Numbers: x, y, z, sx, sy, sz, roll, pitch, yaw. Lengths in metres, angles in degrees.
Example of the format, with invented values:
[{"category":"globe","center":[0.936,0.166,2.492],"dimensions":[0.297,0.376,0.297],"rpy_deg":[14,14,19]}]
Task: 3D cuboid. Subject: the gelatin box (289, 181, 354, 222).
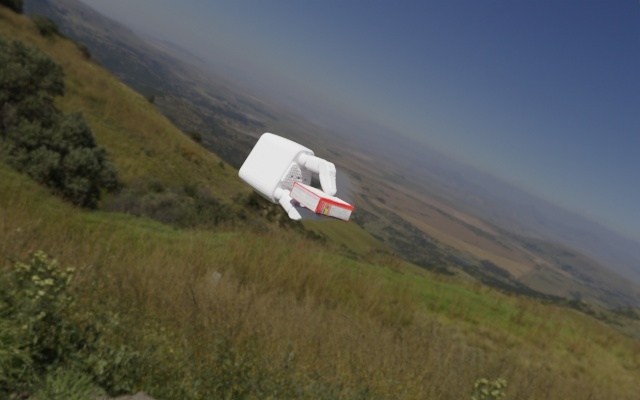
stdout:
[{"category":"gelatin box","center":[0.000,0.002,0.797],"dimensions":[0.073,0.030,0.089],"rpy_deg":[17,8,-38]}]
